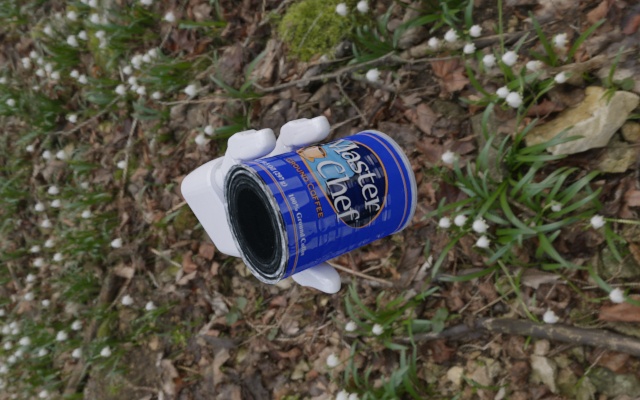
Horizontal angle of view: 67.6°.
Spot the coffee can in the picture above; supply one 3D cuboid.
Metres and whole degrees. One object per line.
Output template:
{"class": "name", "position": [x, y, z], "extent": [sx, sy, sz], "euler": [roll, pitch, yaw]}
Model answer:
{"class": "coffee can", "position": [0.000, 0.001, 0.424], "extent": [0.140, 0.103, 0.103], "euler": [-19, 10, -32]}
